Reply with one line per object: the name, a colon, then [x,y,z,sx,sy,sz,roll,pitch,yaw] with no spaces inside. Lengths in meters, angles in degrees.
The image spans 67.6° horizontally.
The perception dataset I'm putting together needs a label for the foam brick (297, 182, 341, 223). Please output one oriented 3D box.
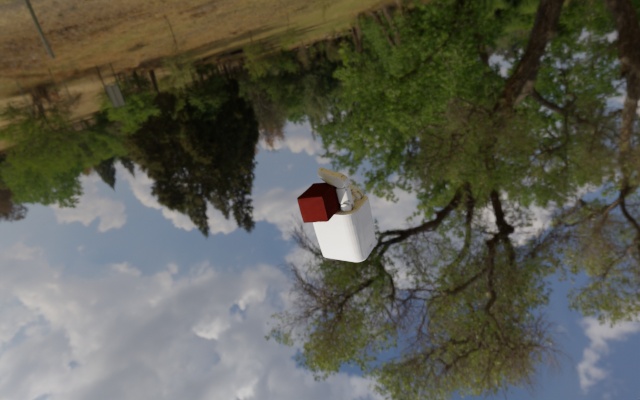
foam brick: [0.000,0.003,0.886,0.053,0.051,0.078,-3,21,26]
